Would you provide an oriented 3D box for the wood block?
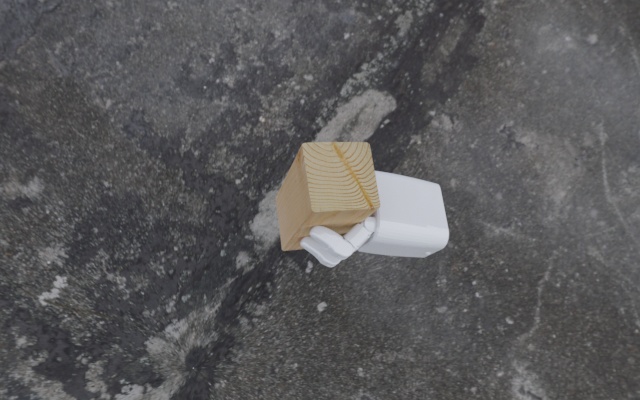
[{"bbox_3d":[0.000,0.002,0.670,0.090,0.090,0.206,-3,-18,-16],"label":"wood block"}]
